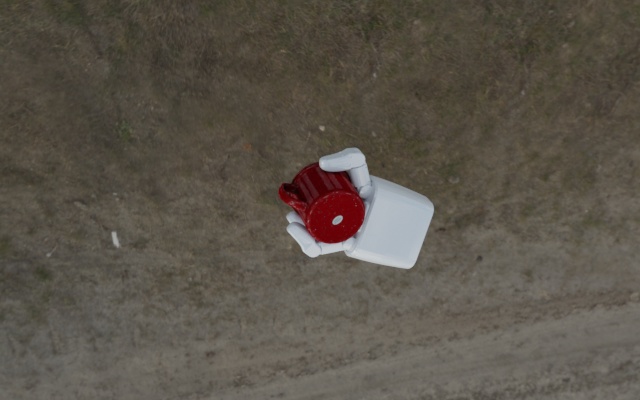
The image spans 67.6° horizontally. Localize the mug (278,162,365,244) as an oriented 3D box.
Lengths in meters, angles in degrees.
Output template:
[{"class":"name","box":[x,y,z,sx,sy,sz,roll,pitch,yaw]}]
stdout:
[{"class":"mug","box":[-0.001,0.002,0.639,0.117,0.093,0.081,16,22,-24]}]
